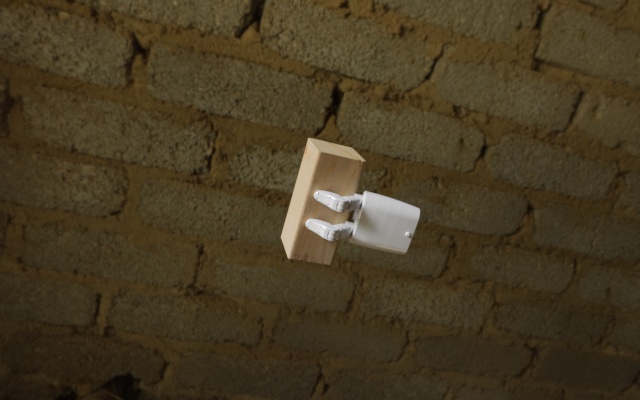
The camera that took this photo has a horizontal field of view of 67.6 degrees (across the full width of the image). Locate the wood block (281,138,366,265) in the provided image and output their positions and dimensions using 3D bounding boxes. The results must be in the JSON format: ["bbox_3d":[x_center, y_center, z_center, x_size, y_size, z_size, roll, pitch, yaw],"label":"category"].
[{"bbox_3d":[0.000,0.003,0.877,0.090,0.206,0.090,11,19,-17],"label":"wood block"}]
